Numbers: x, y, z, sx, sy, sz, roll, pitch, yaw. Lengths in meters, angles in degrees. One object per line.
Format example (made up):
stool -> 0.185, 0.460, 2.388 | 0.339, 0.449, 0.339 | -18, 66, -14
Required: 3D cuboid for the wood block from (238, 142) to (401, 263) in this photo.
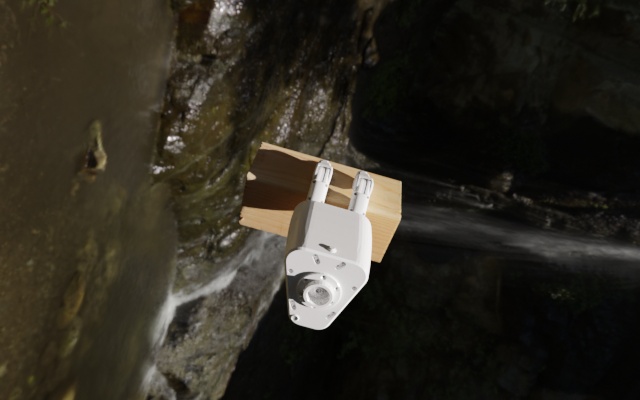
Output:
wood block -> 0.000, 0.003, 0.673 | 0.206, 0.091, 0.090 | 16, 38, -3
